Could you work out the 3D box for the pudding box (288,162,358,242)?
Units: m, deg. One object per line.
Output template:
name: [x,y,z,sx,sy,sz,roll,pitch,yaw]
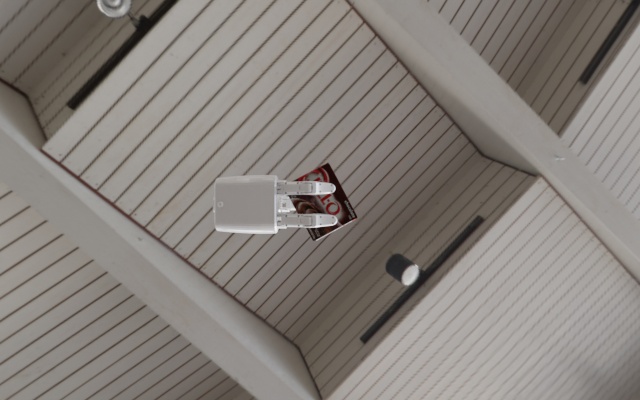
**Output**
pudding box: [0.000,0.003,0.841,0.090,0.113,0.039,-28,0,-2]
